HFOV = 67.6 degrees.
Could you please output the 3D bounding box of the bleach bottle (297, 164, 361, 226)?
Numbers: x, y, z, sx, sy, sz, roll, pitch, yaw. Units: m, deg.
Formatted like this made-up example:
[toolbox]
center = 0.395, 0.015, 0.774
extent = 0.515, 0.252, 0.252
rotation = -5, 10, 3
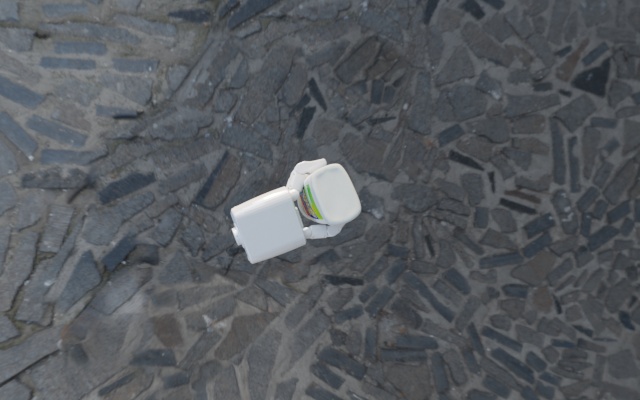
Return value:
[bleach bottle]
center = 0.000, 0.003, 0.890
extent = 0.068, 0.102, 0.251
rotation = -22, -2, -13
